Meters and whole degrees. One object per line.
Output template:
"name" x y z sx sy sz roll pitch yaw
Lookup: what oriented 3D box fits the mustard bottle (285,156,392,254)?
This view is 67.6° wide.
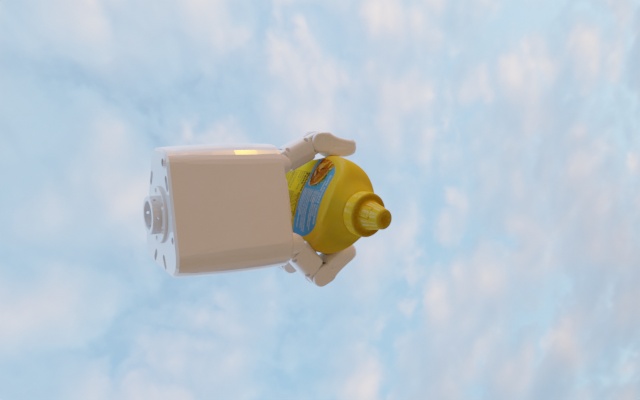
"mustard bottle" 0.000 0.002 0.485 0.058 0.096 0.191 25 -6 -35
